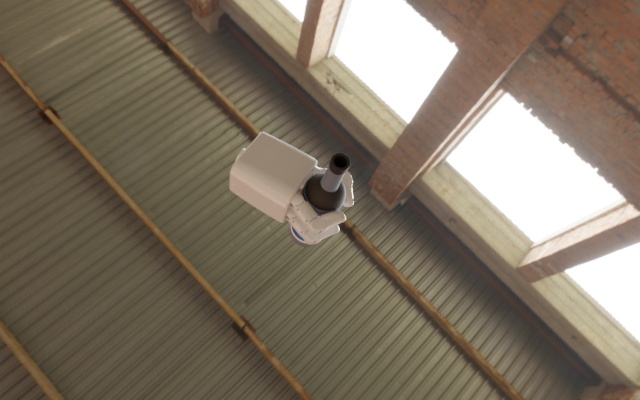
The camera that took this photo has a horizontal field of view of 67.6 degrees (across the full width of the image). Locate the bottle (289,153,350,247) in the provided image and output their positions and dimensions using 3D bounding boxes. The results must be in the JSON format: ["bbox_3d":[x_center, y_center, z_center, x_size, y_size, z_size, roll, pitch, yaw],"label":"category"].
[{"bbox_3d":[0.000,0.003,0.782,0.069,0.069,0.296,0,-22,-12],"label":"bottle"}]
